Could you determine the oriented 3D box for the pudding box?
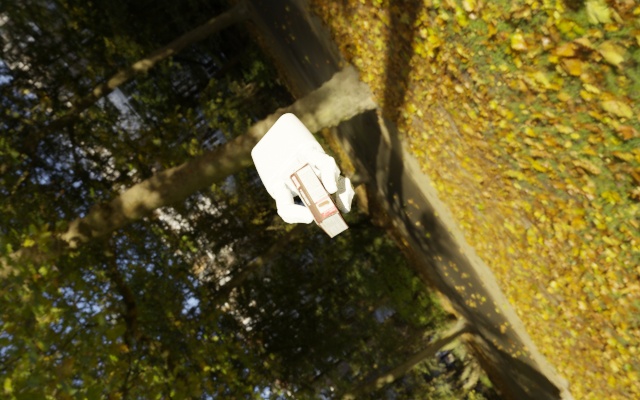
[{"bbox_3d":[0.000,0.002,0.724,0.039,0.090,0.113,-33,-18,4],"label":"pudding box"}]
